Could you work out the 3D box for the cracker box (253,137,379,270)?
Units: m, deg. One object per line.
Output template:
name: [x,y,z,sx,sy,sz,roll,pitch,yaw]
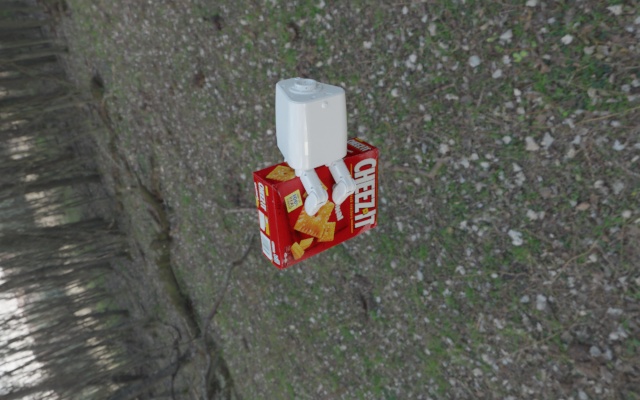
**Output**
cracker box: [0.000,0.003,0.815,0.213,0.164,0.072,-21,35,-29]
